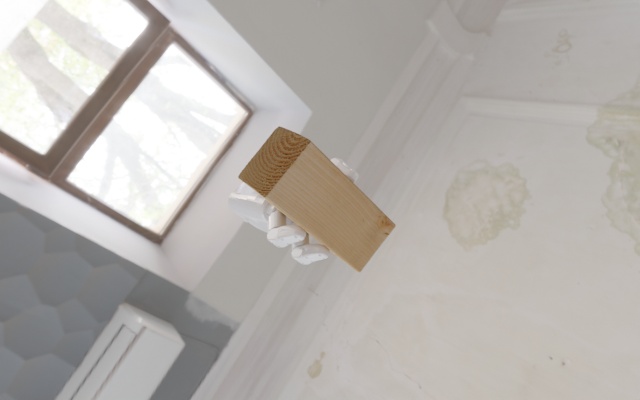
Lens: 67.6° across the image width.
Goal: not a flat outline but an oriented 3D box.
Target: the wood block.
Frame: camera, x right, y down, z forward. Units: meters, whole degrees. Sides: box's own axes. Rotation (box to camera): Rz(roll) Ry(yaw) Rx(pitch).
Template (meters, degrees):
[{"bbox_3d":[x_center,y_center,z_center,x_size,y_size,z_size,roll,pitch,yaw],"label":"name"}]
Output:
[{"bbox_3d":[0.000,0.002,0.663,0.206,0.091,0.090,41,-6,-38],"label":"wood block"}]
